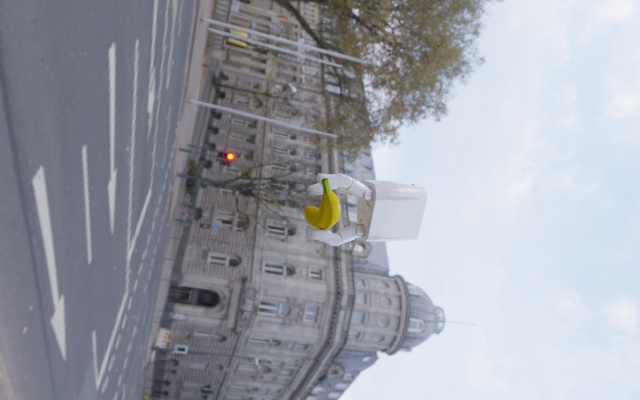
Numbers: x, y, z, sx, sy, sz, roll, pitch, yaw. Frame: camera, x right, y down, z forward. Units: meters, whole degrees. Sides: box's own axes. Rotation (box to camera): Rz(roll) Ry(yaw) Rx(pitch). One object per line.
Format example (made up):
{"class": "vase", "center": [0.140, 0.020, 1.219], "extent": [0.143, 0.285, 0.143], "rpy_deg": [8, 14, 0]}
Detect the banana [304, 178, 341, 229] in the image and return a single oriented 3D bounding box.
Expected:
{"class": "banana", "center": [0.004, 0.020, 0.872], "extent": [0.037, 0.069, 0.198], "rpy_deg": [-7, -14, -15]}
